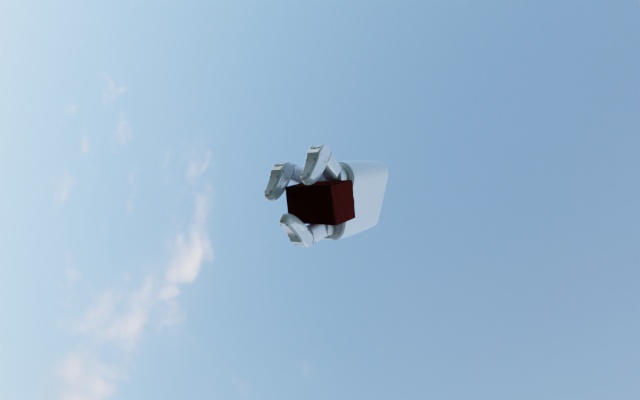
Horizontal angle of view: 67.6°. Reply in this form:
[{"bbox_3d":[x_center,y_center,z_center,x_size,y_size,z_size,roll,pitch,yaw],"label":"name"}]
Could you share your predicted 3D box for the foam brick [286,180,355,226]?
[{"bbox_3d":[0.000,0.002,0.629,0.078,0.053,0.051,1,10,38],"label":"foam brick"}]
